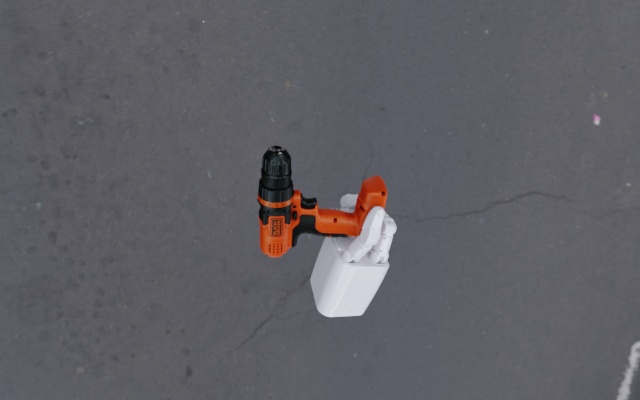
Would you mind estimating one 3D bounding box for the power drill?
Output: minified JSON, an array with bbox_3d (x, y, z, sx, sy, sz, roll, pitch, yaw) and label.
[{"bbox_3d":[0.001,0.003,0.713,0.187,0.185,0.057,0,36,-9],"label":"power drill"}]
